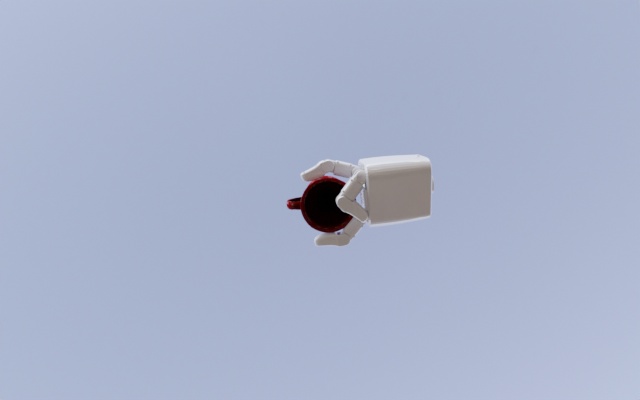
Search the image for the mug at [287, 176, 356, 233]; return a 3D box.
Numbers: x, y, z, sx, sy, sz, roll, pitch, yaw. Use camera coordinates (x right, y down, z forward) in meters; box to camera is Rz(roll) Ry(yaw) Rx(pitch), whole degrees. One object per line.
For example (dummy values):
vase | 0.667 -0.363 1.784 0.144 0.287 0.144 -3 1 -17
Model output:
mug | -0.001 0.003 0.824 0.117 0.093 0.081 -6 10 -1
